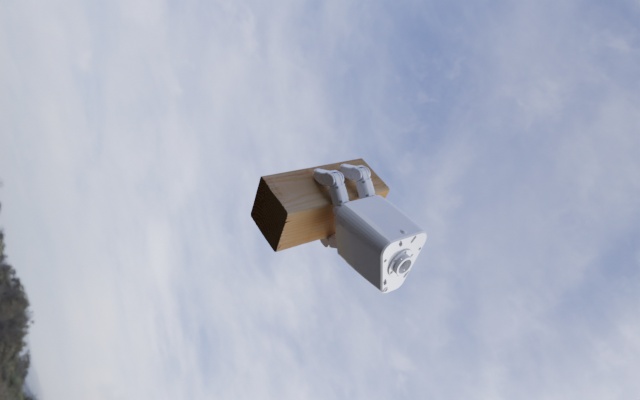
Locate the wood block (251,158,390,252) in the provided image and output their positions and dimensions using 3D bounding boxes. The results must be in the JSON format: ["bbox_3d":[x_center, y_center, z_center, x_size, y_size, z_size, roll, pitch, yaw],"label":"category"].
[{"bbox_3d":[0.000,0.003,0.798,0.206,0.091,0.090,-13,50,-35],"label":"wood block"}]
